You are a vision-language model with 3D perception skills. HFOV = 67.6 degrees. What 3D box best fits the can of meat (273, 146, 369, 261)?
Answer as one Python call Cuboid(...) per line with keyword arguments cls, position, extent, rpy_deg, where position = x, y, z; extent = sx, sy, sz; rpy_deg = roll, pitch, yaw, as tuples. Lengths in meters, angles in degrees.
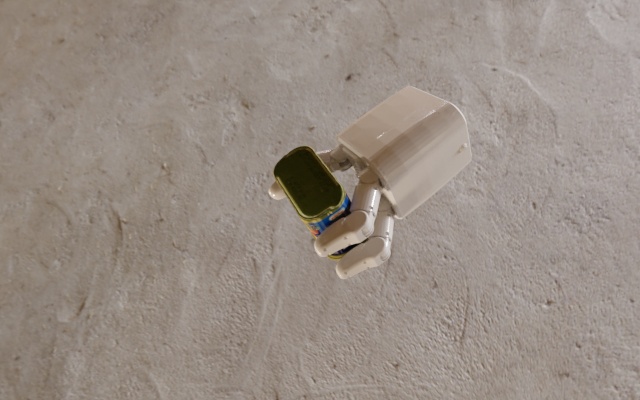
Cuboid(cls="can of meat", position=(0.000, 0.001, 0.509), extent=(0.057, 0.102, 0.084), rpy_deg=(-35, -39, -2))
